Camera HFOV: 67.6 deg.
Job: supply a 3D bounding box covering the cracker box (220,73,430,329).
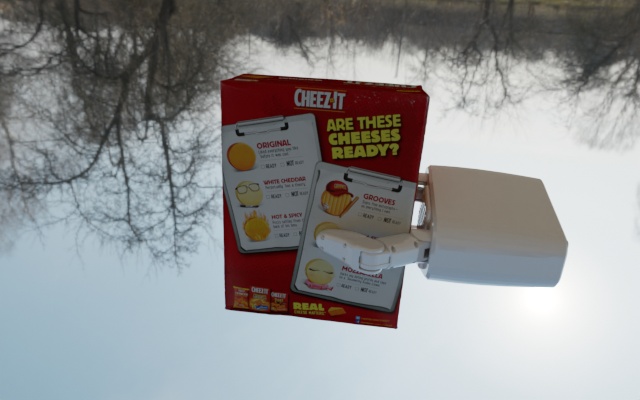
[{"bbox_3d":[0.000,0.002,0.430,0.164,0.214,0.072,5,21,5],"label":"cracker box"}]
